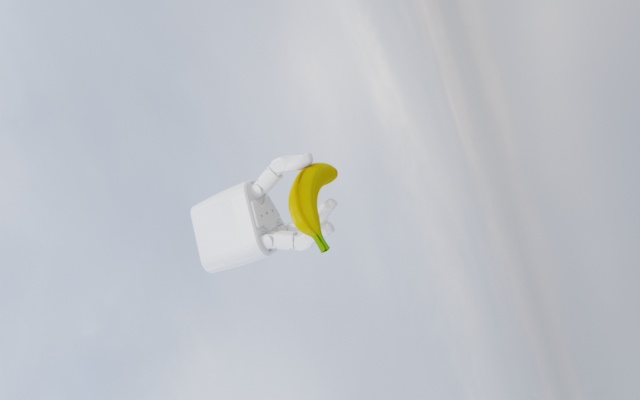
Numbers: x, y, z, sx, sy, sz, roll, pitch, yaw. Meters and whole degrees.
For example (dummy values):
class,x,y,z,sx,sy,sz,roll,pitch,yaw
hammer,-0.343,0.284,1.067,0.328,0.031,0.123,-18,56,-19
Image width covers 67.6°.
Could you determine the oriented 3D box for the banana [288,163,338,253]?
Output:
class,x,y,z,sx,sy,sz,roll,pitch,yaw
banana,-0.010,-0.010,0.647,0.037,0.070,0.197,-25,27,22
